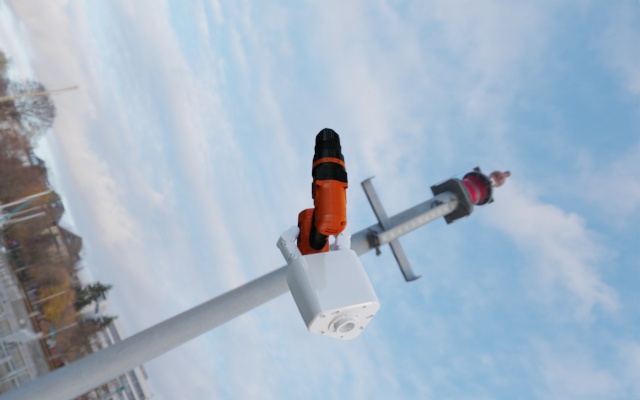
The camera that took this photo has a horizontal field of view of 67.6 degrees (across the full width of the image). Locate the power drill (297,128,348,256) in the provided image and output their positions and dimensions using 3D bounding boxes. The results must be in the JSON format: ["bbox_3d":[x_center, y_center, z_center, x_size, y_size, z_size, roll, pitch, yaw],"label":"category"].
[{"bbox_3d":[0.000,0.003,0.768,0.057,0.184,0.188,5,-34,-7],"label":"power drill"}]
